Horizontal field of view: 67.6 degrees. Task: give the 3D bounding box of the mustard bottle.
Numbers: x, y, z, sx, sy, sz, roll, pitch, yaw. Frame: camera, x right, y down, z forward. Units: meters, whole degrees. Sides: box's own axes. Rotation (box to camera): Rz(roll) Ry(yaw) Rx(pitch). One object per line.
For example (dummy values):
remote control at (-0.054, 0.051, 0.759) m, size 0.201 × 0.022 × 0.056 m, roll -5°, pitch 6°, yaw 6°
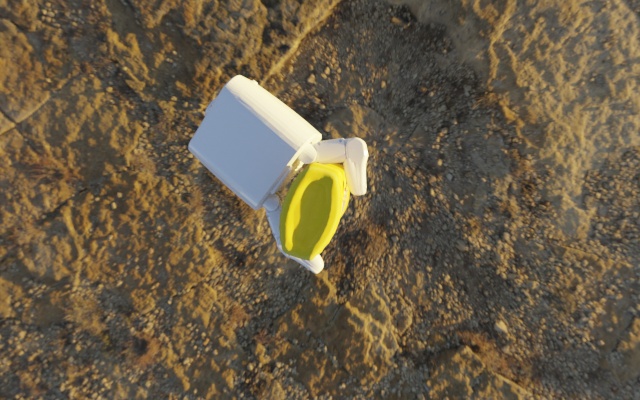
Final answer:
mustard bottle at (0.000, 0.002, 0.555) m, size 0.058 × 0.096 × 0.191 m, roll 16°, pitch 9°, yaw 5°
